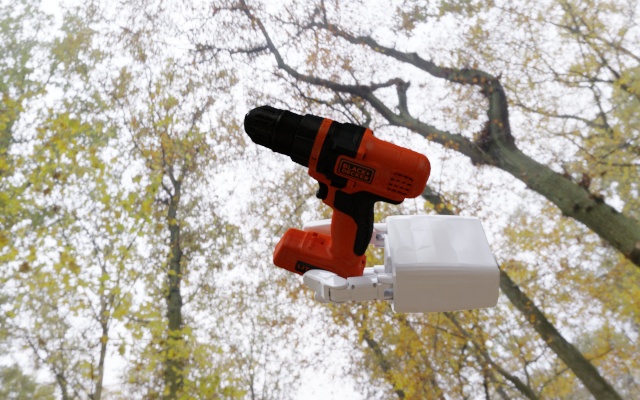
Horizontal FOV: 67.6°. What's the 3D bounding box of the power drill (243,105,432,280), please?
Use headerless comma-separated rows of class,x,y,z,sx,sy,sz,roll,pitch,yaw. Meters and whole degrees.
power drill,0.000,0.002,0.498,0.184,0.188,0.057,20,42,5
